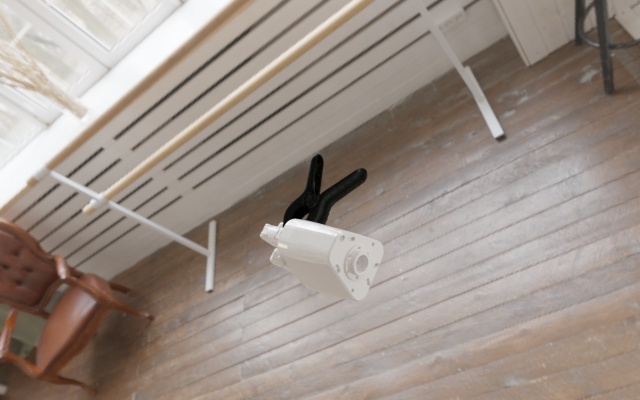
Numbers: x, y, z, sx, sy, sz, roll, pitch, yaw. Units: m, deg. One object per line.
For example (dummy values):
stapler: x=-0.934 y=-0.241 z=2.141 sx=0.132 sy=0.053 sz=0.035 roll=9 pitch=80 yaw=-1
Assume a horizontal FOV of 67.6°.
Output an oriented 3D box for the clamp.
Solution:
clamp: x=0.000 y=0.002 z=0.763 sx=0.120 sy=0.171 sz=0.039 roll=9 pitch=-23 yaw=47
